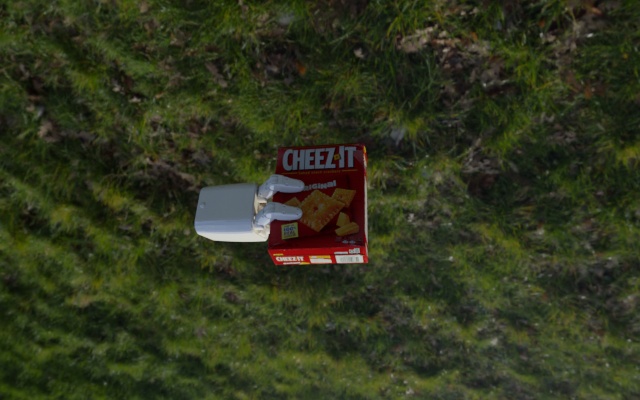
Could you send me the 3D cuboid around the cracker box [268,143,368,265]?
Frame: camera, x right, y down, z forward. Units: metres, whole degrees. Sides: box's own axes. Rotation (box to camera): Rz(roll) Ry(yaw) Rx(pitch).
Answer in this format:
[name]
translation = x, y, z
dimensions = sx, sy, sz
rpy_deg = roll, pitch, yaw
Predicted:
[cracker box]
translation = 0.000, 0.003, 0.846
dimensions = 0.164, 0.213, 0.072
rpy_deg = -2, -30, 8
